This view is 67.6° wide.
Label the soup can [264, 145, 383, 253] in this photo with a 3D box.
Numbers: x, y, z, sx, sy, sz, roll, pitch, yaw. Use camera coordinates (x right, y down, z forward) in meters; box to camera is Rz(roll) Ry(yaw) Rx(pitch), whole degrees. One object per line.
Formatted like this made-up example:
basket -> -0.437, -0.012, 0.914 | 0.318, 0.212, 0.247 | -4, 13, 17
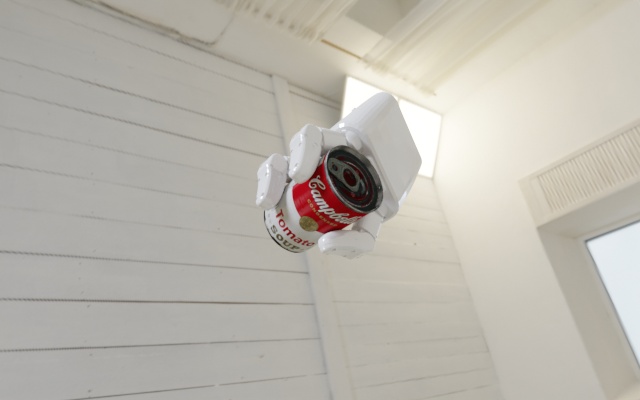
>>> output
soup can -> 0.000, 0.002, 0.456 | 0.068, 0.068, 0.102 | 0, -25, -43
